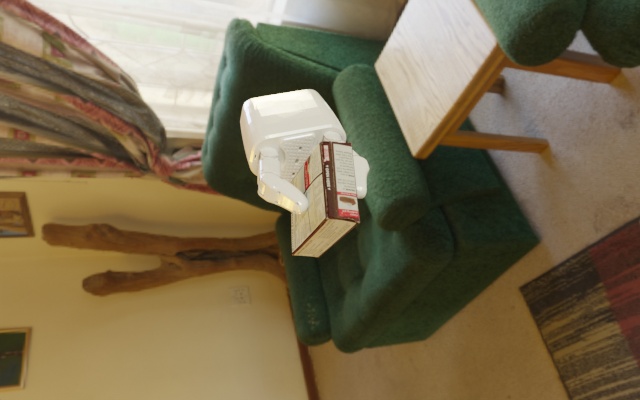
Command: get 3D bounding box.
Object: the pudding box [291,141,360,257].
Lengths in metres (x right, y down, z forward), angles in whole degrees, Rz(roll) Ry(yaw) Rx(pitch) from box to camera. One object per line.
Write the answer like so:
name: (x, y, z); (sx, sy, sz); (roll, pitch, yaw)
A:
pudding box: (0.000, 0.002, 0.511); (0.039, 0.090, 0.113); (4, -25, -19)
